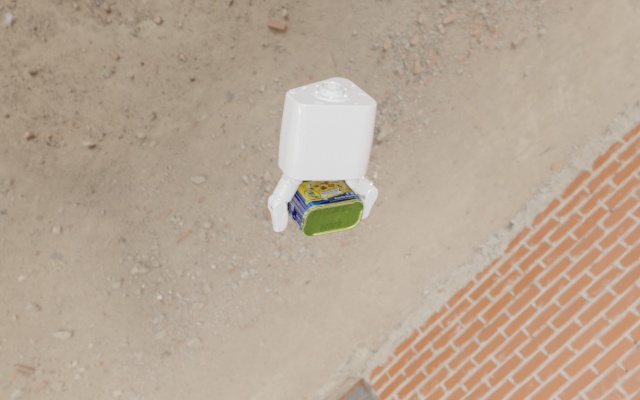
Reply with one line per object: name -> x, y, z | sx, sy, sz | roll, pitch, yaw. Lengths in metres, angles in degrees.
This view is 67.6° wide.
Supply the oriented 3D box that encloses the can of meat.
can of meat -> 0.000, 0.002, 0.682 | 0.102, 0.057, 0.084 | -9, 39, -28
